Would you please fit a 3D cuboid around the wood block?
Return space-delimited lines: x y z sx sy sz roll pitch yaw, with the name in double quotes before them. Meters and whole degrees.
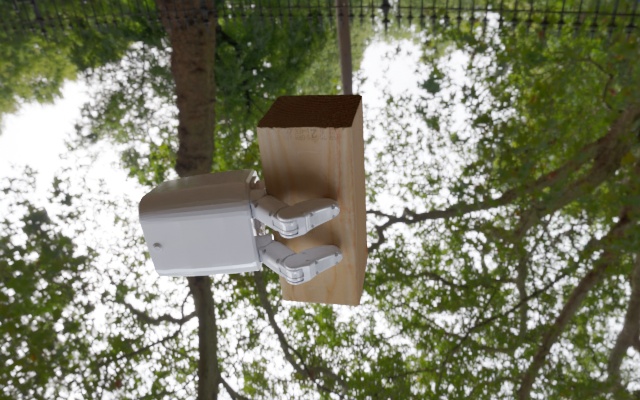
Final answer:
"wood block" 0.000 0.002 0.506 0.090 0.206 0.090 1 31 11
